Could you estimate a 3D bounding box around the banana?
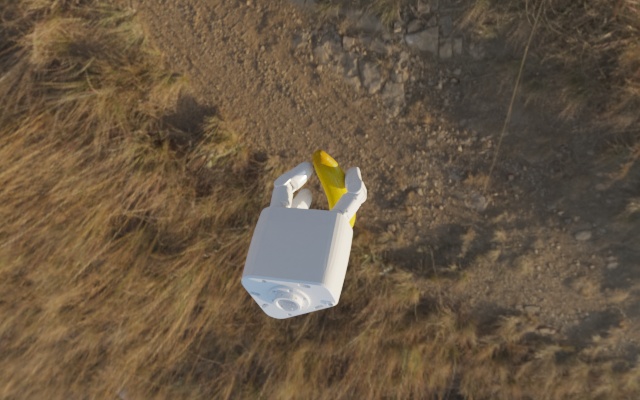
[{"bbox_3d":[0.018,0.008,0.695,0.069,0.037,0.198,11,-40,6],"label":"banana"}]
